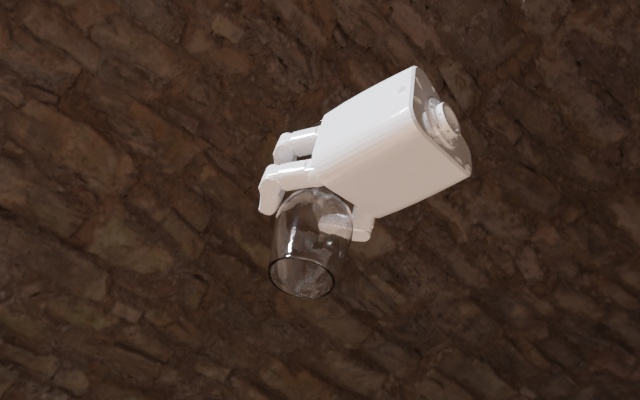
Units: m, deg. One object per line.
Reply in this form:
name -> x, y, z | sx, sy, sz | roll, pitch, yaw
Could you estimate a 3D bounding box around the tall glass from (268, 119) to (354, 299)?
tall glass -> 0.000, 0.001, 0.497 | 0.079, 0.079, 0.201 | 0, 44, 15
